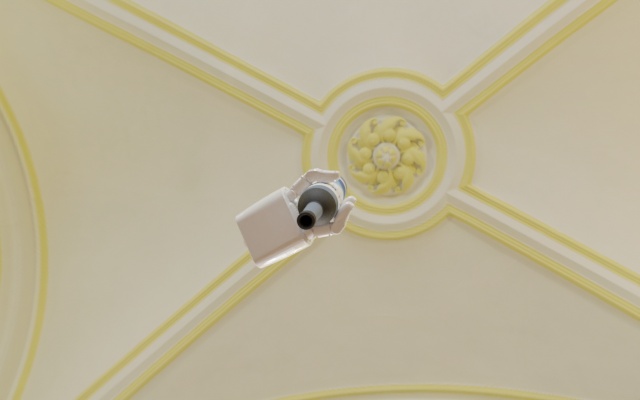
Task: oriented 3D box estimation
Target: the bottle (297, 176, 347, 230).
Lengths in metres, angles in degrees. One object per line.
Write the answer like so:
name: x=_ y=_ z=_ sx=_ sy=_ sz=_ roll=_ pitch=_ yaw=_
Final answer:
bottle: x=0.000 y=0.003 z=0.832 sx=0.069 sy=0.069 sz=0.295 roll=0 pitch=11 yaw=9
